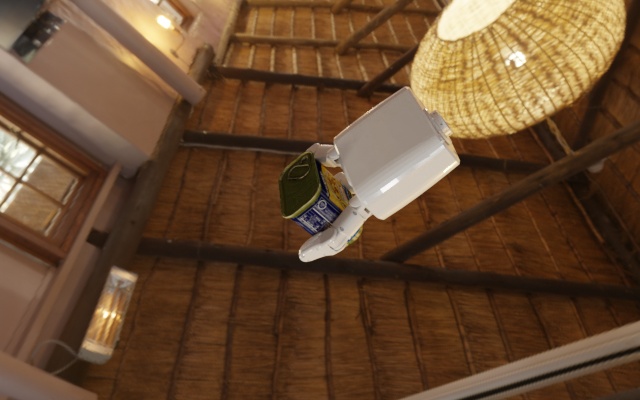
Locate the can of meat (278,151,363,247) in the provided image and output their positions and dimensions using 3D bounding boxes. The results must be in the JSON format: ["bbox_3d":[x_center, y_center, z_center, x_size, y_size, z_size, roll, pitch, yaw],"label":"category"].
[{"bbox_3d":[0.000,0.002,0.575,0.084,0.057,0.102,41,21,-30],"label":"can of meat"}]
